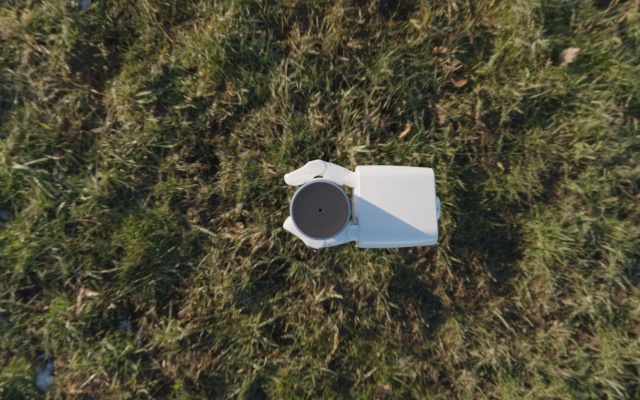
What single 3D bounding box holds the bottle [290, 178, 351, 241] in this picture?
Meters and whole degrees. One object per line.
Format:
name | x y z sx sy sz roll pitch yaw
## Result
bottle | 0.000 0.002 0.664 0.069 0.069 0.295 0 3 0
